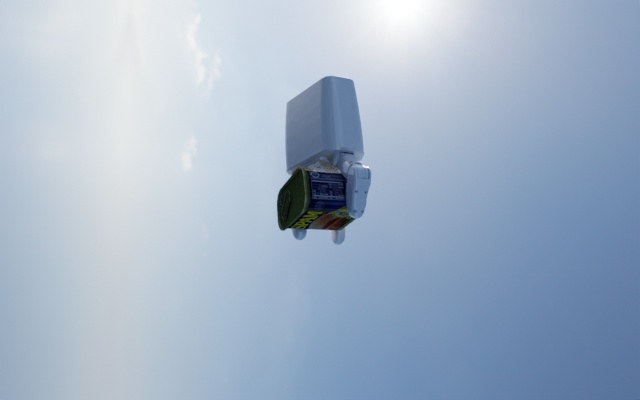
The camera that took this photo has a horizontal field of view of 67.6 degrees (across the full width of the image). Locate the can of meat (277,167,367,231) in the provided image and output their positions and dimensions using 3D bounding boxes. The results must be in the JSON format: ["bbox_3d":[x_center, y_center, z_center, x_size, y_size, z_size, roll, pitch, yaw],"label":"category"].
[{"bbox_3d":[0.000,0.002,0.603,0.084,0.057,0.102,3,-22,-23],"label":"can of meat"}]
